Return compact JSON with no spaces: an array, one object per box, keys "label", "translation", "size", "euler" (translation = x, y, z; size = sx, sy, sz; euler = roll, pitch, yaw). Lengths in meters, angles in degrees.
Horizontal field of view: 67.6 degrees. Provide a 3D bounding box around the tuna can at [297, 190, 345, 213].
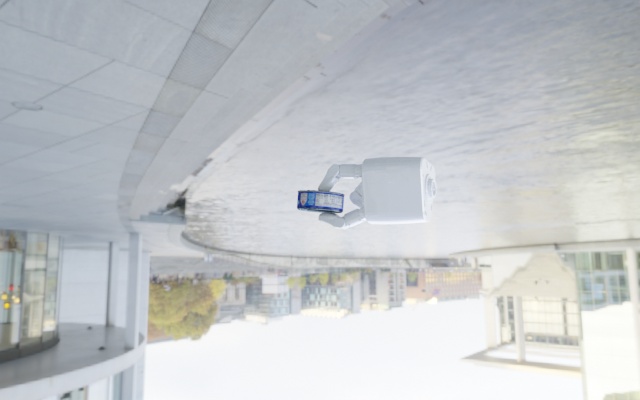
[{"label":"tuna can","translation":[0.000,0.003,0.864],"size":[0.086,0.033,0.086],"euler":[4,-5,0]}]
